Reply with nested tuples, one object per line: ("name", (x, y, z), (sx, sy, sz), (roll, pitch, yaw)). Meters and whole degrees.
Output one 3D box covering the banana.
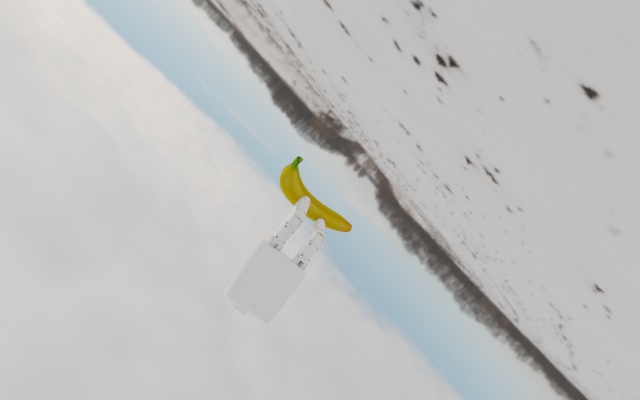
("banana", (-0.017, 0.001, 0.823), (0.069, 0.037, 0.198), (0, -36, 36))
